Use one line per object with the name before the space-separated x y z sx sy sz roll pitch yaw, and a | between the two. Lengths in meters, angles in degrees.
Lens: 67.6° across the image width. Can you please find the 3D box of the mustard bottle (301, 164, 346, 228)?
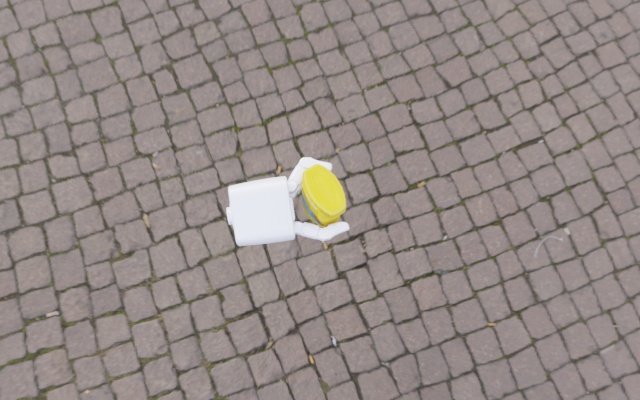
mustard bottle | 0.000 0.003 0.893 0.058 0.096 0.192 -32 -9 -11
